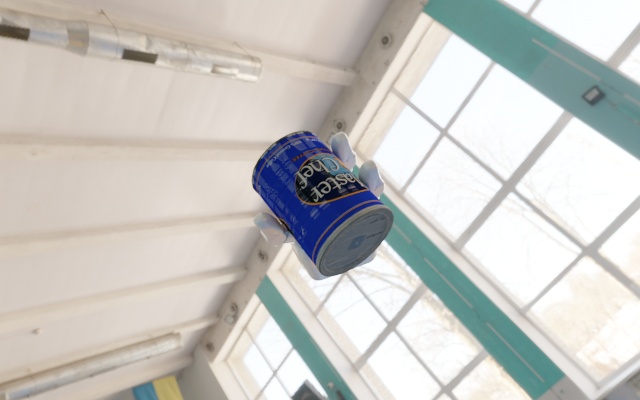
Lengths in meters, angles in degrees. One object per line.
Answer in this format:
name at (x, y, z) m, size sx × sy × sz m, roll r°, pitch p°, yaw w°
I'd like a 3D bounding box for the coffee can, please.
coffee can at (0.000, 0.002, 0.549) m, size 0.103 × 0.103 × 0.140 m, roll 0°, pitch 41°, yaw -50°
